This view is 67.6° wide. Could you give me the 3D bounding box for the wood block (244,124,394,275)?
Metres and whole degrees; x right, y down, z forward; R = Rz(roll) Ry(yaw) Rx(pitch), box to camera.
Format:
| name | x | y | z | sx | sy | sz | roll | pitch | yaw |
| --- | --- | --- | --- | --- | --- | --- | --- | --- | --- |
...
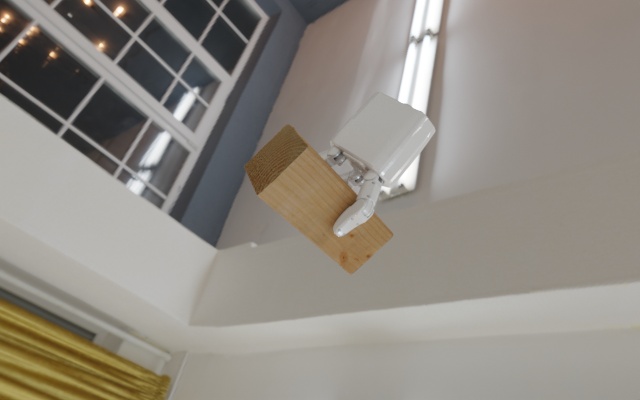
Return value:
| name | x | y | z | sx | sy | sz | roll | pitch | yaw |
| --- | --- | --- | --- | --- | --- | --- | --- | --- | --- |
| wood block | 0.001 | 0.002 | 0.679 | 0.206 | 0.090 | 0.090 | 43 | 6 | -34 |
